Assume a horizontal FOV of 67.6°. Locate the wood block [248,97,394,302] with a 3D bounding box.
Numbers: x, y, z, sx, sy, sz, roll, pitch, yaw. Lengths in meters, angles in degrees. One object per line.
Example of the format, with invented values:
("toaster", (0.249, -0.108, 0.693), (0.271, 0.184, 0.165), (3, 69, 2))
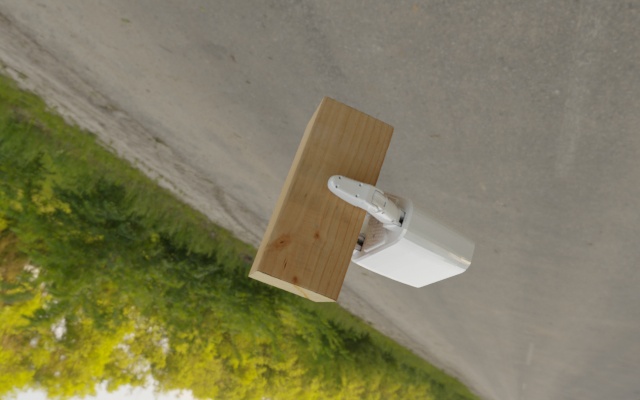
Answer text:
("wood block", (0.000, 0.002, 0.545), (0.090, 0.206, 0.091), (23, -16, -9))
